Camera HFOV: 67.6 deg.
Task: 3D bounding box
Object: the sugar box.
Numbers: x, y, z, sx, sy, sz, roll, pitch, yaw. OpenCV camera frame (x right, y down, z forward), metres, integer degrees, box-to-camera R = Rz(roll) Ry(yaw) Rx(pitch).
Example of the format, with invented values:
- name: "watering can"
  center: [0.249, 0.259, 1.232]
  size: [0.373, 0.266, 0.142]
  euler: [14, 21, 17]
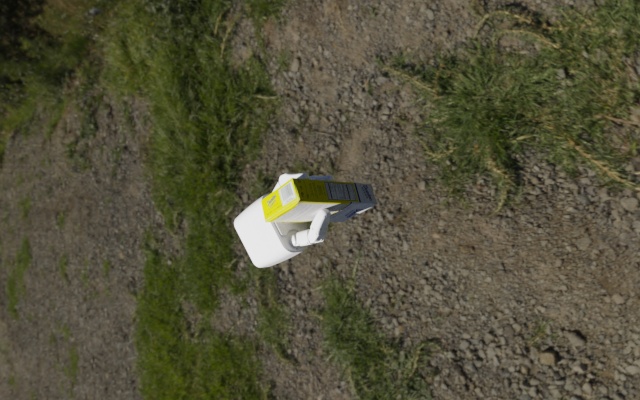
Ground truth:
- name: "sugar box"
  center: [0.000, 0.002, 0.798]
  size: [0.176, 0.048, 0.093]
  euler: [0, -22, -43]
